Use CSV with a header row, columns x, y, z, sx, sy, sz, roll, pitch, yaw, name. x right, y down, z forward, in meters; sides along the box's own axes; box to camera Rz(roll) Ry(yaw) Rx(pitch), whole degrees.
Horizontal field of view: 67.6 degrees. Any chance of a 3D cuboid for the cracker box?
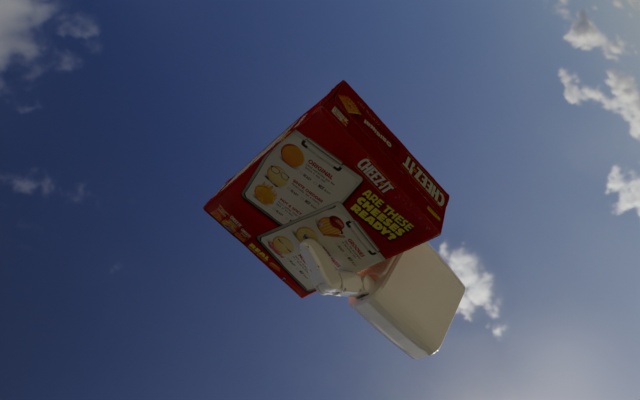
x,y,z,sx,sy,sz,roll,pitch,yaw,name
0.000,0.002,0.512,0.214,0.164,0.072,-34,18,40,cracker box
